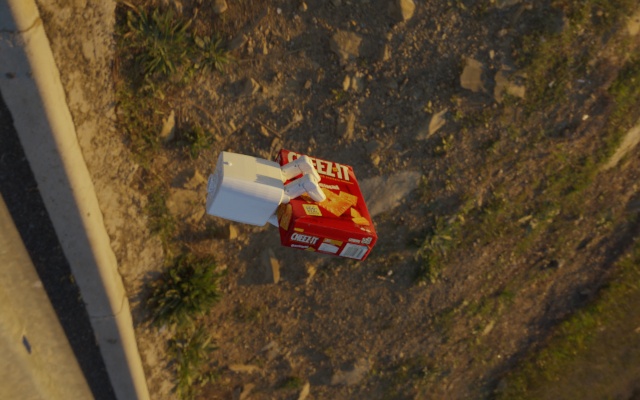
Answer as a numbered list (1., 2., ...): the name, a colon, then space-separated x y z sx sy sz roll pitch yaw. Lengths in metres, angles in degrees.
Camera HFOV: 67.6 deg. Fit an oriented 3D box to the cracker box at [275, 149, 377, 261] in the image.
1. cracker box: 0.000 0.003 0.896 0.164 0.072 0.213 13 37 -23
